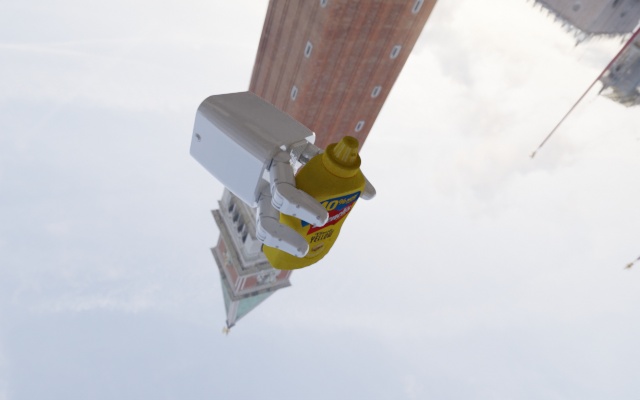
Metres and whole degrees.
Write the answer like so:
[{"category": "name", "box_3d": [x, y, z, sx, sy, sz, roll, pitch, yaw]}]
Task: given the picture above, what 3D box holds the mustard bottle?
[{"category": "mustard bottle", "box_3d": [0.000, 0.002, 0.547, 0.096, 0.058, 0.192, -14, -34, -34]}]
